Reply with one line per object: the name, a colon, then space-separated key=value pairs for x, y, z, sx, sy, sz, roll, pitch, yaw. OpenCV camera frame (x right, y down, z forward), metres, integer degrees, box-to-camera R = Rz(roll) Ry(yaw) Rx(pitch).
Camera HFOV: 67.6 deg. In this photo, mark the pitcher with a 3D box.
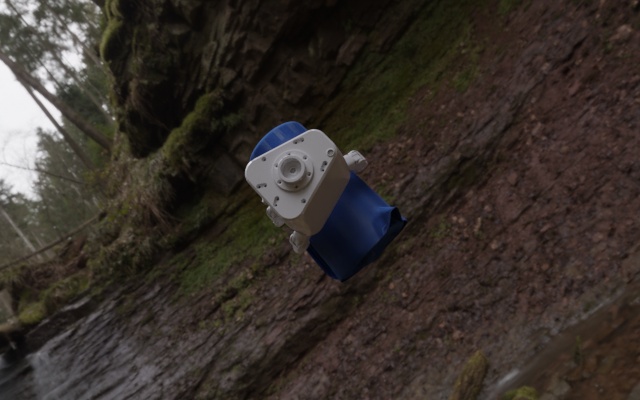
pitcher: x=0.000 y=0.002 z=0.738 sx=0.149 sy=0.242 sz=0.145 roll=-43 pitch=-15 yaw=1
